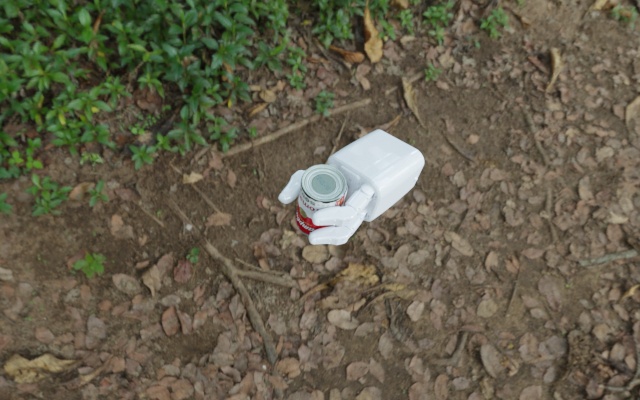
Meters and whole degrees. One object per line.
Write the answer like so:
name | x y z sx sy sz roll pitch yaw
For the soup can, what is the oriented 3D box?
soup can | 0.000 0.002 0.710 0.068 0.068 0.102 0 -33 -8
